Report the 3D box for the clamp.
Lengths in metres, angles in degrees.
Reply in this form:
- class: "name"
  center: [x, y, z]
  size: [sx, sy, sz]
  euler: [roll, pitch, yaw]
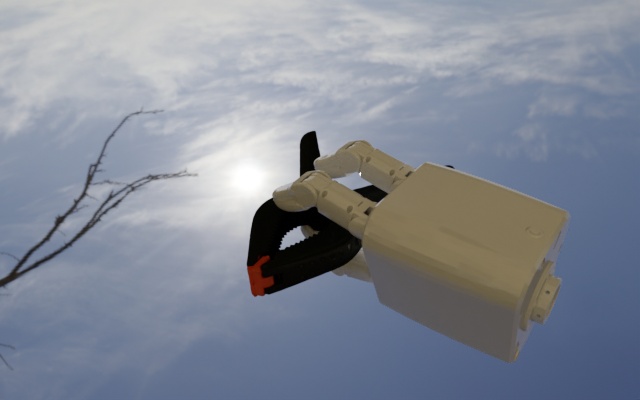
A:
- class: "clamp"
  center: [0.000, 0.002, 0.415]
  size: [0.164, 0.036, 0.210]
  euler: [23, 44, 32]
